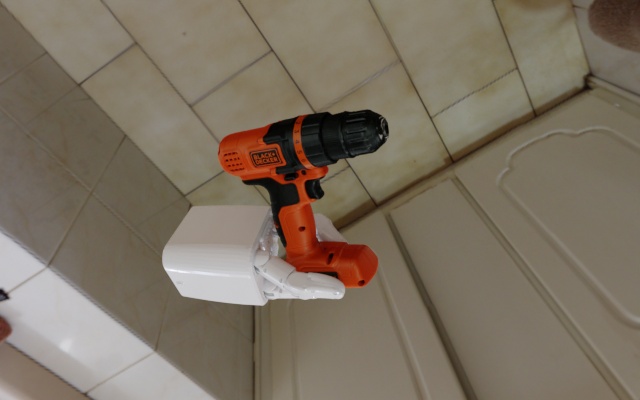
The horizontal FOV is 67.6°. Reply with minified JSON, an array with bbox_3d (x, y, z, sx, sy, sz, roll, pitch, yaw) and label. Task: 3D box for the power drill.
[{"bbox_3d":[0.000,0.002,0.495,0.184,0.188,0.057,-5,27,30],"label":"power drill"}]
